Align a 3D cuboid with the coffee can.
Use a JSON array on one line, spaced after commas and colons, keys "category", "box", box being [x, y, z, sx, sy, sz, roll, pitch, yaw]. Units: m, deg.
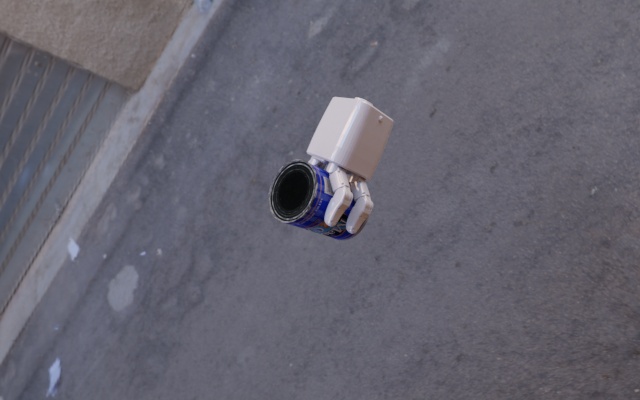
[{"category": "coffee can", "box": [0.000, 0.003, 0.785, 0.103, 0.102, 0.140, 0, -15, 41]}]
